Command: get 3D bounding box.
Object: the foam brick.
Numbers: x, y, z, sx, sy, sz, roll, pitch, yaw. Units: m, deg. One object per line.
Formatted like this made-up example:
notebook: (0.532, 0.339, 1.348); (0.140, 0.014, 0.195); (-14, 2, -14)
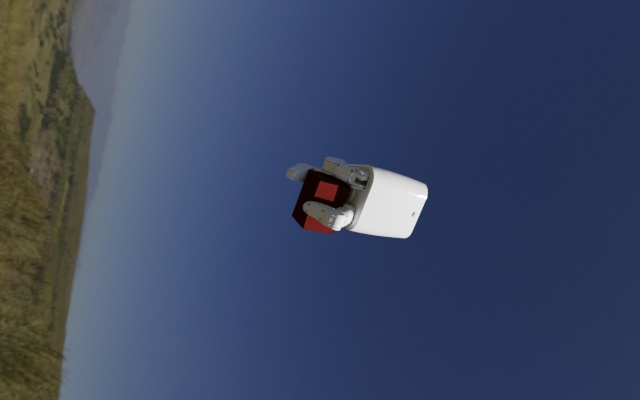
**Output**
foam brick: (0.000, 0.002, 0.699); (0.051, 0.078, 0.053); (13, 17, -27)
